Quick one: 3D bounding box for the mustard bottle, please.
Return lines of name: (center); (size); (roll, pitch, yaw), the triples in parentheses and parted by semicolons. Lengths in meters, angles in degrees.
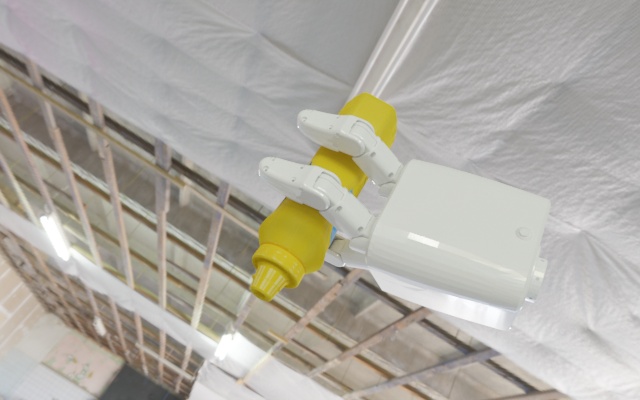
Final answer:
mustard bottle: (0.000, 0.001, 0.400); (0.058, 0.191, 0.096); (31, -31, 2)
